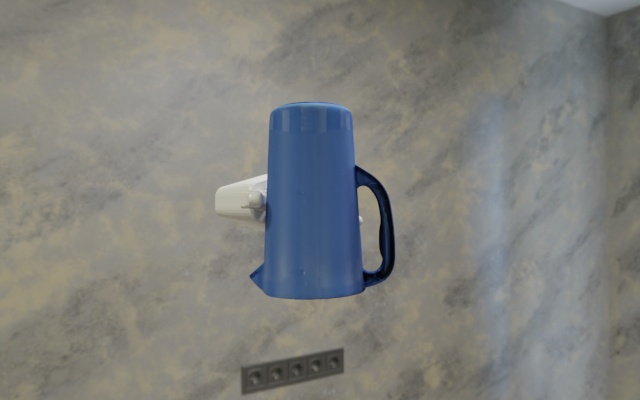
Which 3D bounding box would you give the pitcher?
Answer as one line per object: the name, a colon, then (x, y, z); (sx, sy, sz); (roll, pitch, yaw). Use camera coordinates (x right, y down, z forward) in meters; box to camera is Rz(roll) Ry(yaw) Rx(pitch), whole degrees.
pitcher: (0.000, 0.002, 0.619); (0.149, 0.243, 0.145); (0, -1, -38)
